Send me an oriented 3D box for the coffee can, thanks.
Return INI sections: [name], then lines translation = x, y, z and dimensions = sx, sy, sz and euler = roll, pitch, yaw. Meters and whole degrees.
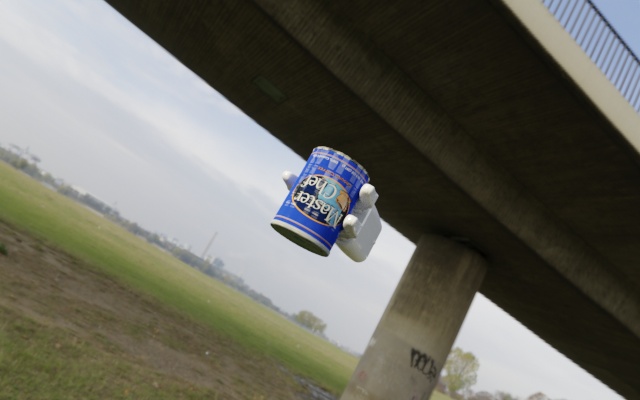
[coffee can]
translation = 0.000, 0.002, 0.745
dimensions = 0.103, 0.140, 0.103
euler = 28, -14, 8
